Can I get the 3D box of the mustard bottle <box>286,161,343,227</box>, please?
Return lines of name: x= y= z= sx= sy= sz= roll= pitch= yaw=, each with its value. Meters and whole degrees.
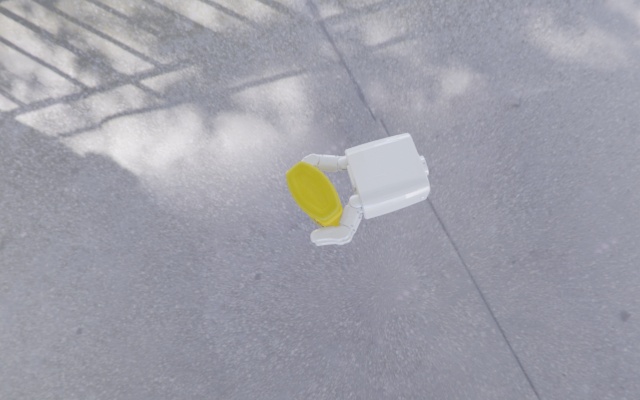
mustard bottle: x=0.000 y=0.003 z=0.766 sx=0.058 sy=0.096 sz=0.192 roll=-41 pitch=-13 yaw=-1
